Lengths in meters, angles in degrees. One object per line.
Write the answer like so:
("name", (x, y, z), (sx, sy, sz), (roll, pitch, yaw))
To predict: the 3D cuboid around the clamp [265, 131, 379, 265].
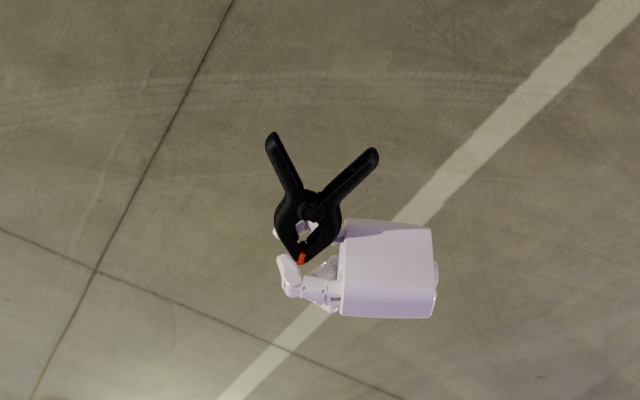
("clamp", (0.000, 0.002, 0.539), (0.120, 0.172, 0.039), (4, 38, 3))
